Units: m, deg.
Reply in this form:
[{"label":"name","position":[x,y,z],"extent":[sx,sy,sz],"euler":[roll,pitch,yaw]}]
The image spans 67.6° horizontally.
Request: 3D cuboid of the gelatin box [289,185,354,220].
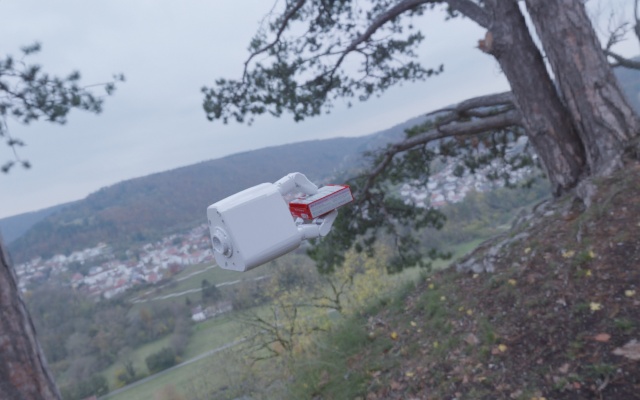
[{"label":"gelatin box","position":[0.000,0.002,0.809],"extent":[0.089,0.030,0.073],"euler":[-25,13,-25]}]
